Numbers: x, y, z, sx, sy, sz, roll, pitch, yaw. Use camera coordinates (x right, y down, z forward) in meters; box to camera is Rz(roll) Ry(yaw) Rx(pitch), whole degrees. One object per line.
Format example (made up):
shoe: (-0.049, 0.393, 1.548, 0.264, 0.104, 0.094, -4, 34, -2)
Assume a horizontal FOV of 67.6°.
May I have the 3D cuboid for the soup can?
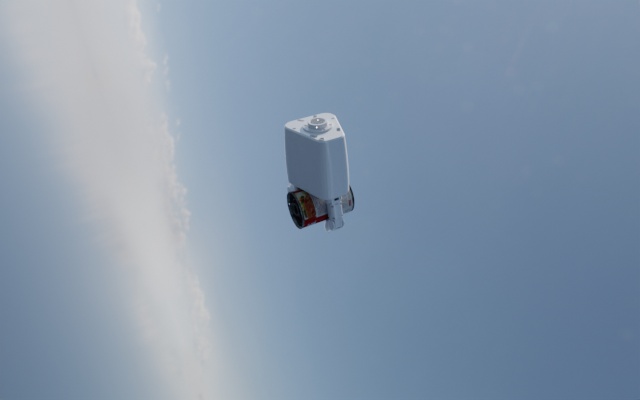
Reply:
soup can: (0.000, 0.003, 0.843, 0.102, 0.068, 0.068, -18, 6, -20)
